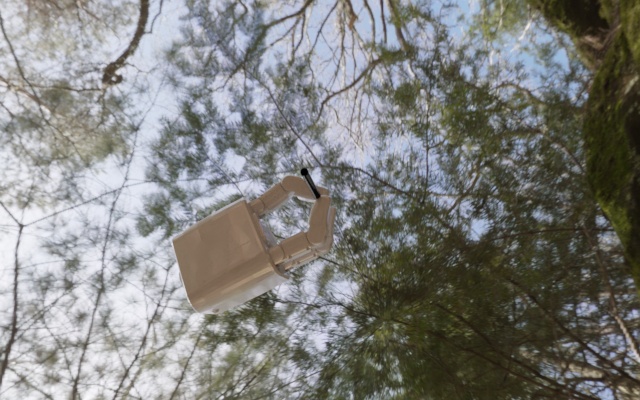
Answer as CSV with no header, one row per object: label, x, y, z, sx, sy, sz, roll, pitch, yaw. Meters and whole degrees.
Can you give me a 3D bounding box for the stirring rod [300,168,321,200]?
stirring rod,0.000,0.002,0.582,0.011,0.011,0.239,0,-14,8
